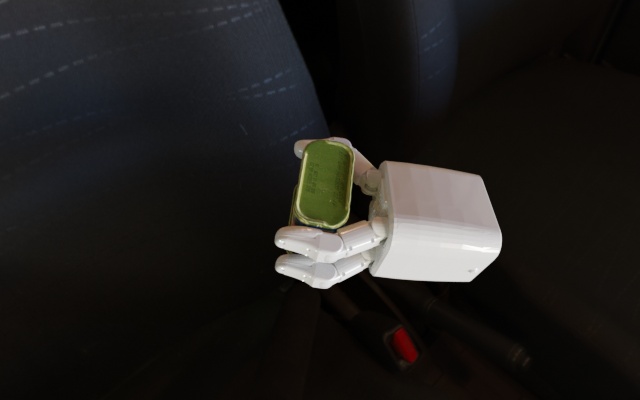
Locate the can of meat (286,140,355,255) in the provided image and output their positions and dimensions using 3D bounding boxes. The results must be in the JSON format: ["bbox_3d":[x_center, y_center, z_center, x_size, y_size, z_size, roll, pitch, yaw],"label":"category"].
[{"bbox_3d":[0.000,0.001,0.481,0.057,0.102,0.084,9,-31,-3],"label":"can of meat"}]
